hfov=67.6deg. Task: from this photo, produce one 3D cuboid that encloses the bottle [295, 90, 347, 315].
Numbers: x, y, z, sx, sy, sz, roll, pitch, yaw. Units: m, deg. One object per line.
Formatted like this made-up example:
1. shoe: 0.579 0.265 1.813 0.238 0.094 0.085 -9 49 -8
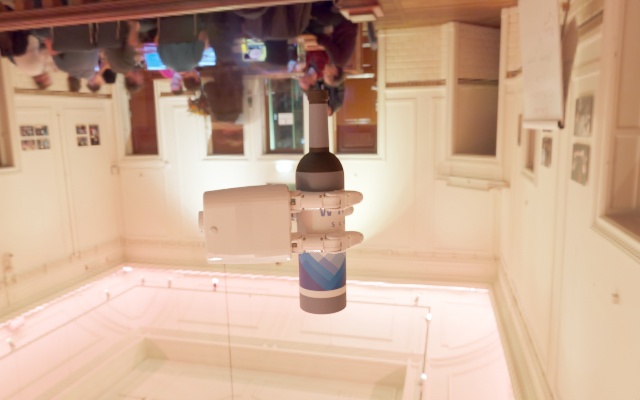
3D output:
1. bottle: 0.000 0.002 0.644 0.069 0.296 0.069 -1 10 0
